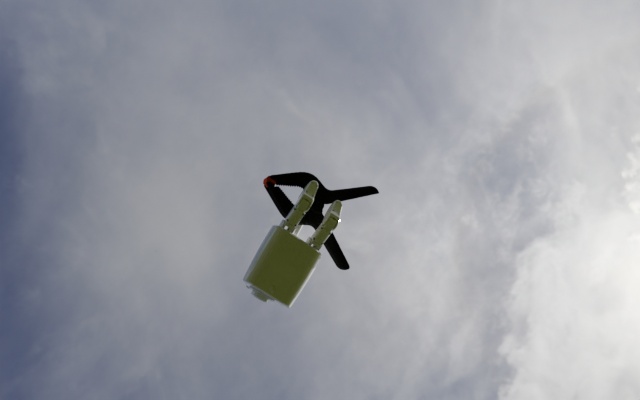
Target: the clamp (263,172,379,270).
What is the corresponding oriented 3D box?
[{"bbox_3d":[-0.001,0.003,0.846,0.210,0.164,0.036,34,-19,-13],"label":"clamp"}]
